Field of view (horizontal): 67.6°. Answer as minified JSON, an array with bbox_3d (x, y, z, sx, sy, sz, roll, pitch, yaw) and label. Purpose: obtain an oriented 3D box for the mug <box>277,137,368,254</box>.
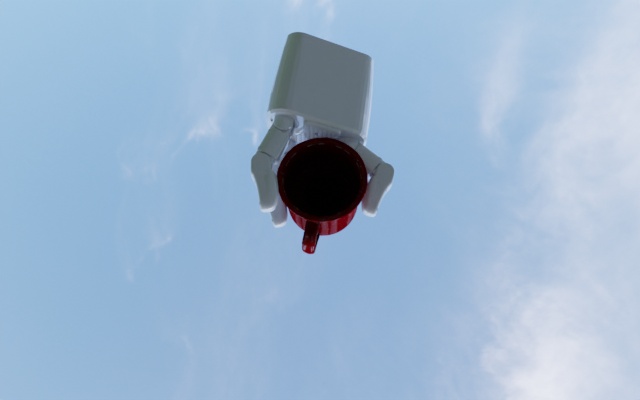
[{"bbox_3d":[0.000,0.003,0.518,0.093,0.117,0.081,9,-19,4],"label":"mug"}]
